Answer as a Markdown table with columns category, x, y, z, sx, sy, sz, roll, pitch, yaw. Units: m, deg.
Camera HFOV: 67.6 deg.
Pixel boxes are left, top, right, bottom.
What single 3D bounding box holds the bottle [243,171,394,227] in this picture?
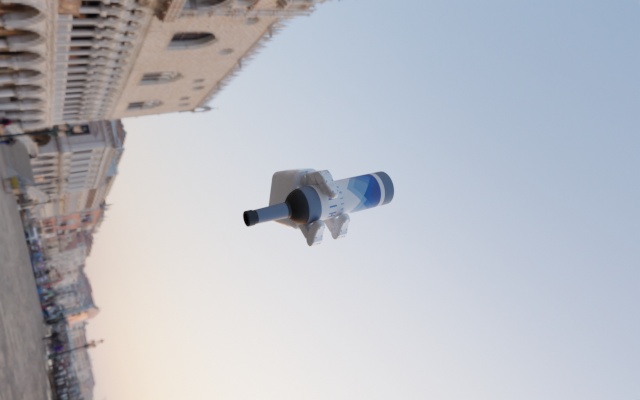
| category | x | y | z | sx | sy | sz | roll | pitch | yaw |
| --- | --- | --- | --- | --- | --- | --- | --- | --- | --- |
| bottle | 0.000 | 0.003 | 0.866 | 0.295 | 0.069 | 0.069 | -13 | 6 | -30 |
